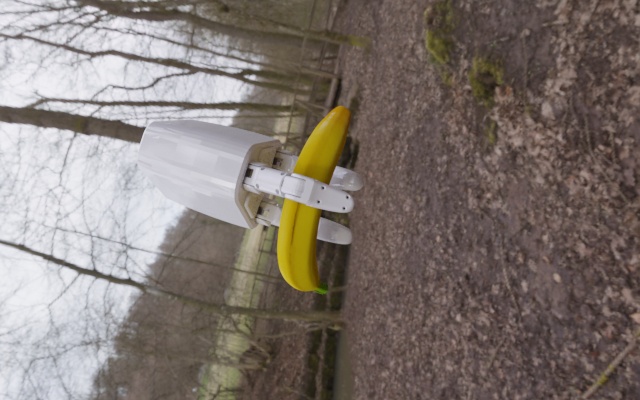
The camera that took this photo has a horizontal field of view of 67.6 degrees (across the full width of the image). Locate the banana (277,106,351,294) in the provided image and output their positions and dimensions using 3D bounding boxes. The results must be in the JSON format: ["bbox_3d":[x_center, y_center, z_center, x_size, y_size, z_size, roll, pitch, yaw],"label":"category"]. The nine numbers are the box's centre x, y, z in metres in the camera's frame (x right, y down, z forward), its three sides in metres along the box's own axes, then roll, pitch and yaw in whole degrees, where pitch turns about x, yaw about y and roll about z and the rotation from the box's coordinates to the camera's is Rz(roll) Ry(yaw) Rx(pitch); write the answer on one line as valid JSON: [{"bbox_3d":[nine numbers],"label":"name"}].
[{"bbox_3d":[-0.010,0.009,0.456,0.037,0.198,0.069,18,21,25],"label":"banana"}]
